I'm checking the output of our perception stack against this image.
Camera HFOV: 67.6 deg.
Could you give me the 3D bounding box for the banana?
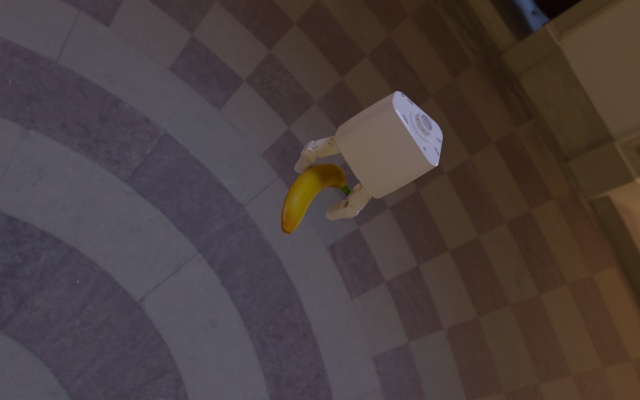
[{"bbox_3d":[-0.007,-0.015,0.719,0.037,0.069,0.197,-27,2,37],"label":"banana"}]
